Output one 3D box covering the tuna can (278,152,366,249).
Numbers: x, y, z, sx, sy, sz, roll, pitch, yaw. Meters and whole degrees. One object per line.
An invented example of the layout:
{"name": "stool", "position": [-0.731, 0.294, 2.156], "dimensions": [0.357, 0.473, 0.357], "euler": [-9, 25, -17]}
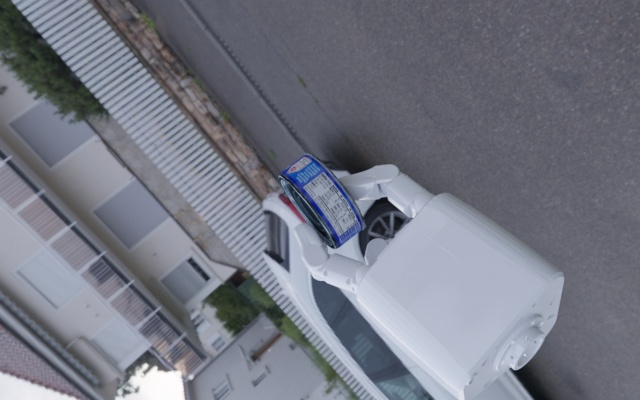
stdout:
{"name": "tuna can", "position": [0.000, 0.002, 0.425], "dimensions": [0.034, 0.086, 0.086], "euler": [-38, 7, -10]}
